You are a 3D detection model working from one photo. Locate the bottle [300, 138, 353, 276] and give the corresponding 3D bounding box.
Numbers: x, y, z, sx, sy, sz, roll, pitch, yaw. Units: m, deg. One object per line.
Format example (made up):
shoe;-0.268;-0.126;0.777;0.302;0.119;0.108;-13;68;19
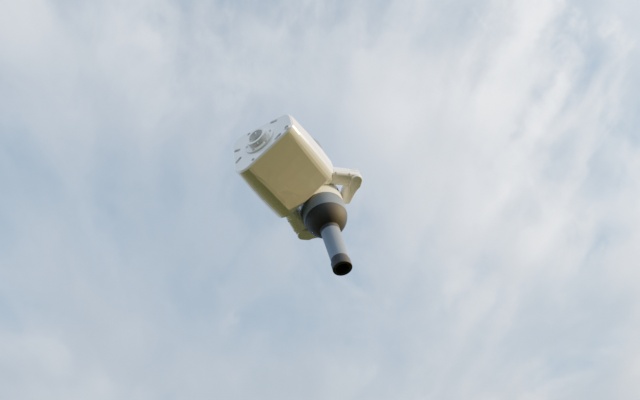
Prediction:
bottle;0.000;0.002;0.742;0.069;0.069;0.295;0;37;-14
